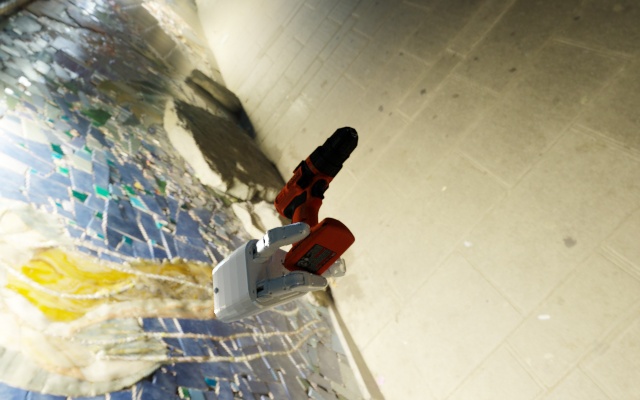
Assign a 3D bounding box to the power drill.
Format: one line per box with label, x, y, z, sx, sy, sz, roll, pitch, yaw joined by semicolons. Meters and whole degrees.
power drill;0.000;0.003;0.680;0.057;0.184;0.187;26;33;-24
